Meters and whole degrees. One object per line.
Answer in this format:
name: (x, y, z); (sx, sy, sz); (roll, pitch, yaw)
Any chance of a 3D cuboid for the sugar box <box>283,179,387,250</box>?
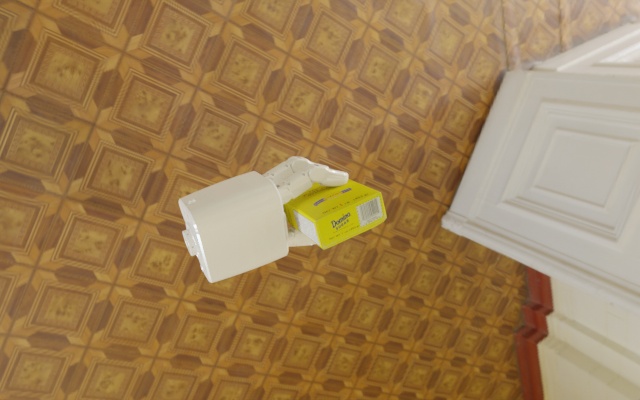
sugar box: (0.000, 0.002, 0.633); (0.093, 0.048, 0.176); (-23, 25, -20)
